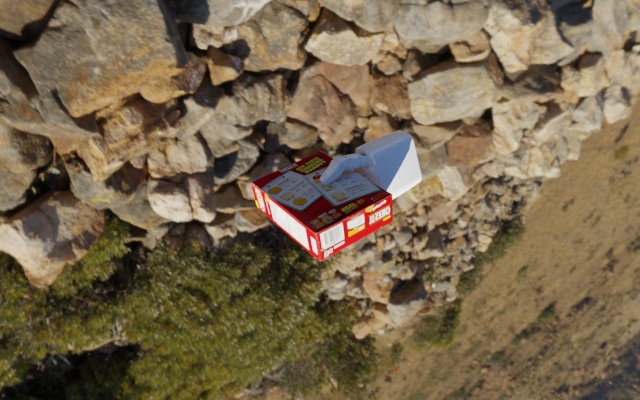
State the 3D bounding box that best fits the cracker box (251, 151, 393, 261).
[{"bbox_3d":[0.000,0.003,0.867,0.164,0.072,0.213,-27,39,-26],"label":"cracker box"}]
